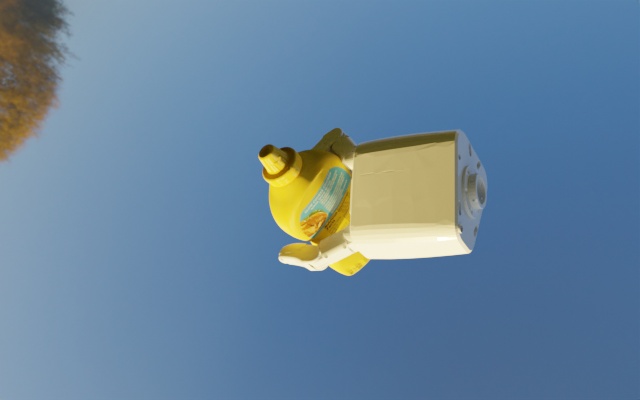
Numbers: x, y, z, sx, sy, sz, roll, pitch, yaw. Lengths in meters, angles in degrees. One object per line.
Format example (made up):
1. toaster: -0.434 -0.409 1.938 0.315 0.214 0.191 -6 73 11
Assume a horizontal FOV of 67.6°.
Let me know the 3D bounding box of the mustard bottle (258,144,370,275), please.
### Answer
1. mustard bottle: 0.000 0.002 0.514 0.058 0.096 0.192 24 -14 45
